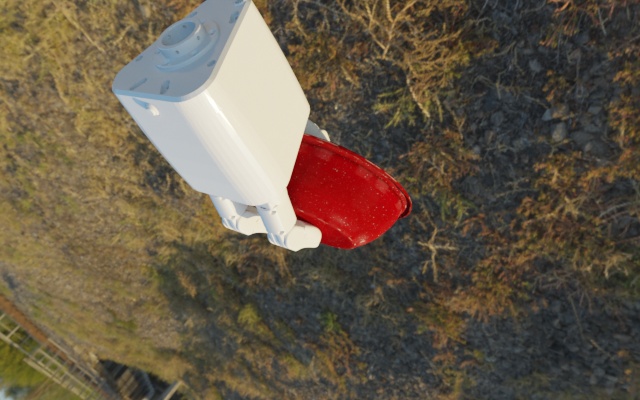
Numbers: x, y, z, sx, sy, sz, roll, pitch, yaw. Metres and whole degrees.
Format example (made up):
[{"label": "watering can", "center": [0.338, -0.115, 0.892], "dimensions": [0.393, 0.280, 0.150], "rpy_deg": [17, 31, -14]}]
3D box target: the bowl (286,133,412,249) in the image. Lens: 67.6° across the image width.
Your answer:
[{"label": "bowl", "center": [0.001, 0.003, 0.450], "dimensions": [0.162, 0.055, 0.162], "rpy_deg": [22, -16, 7]}]
